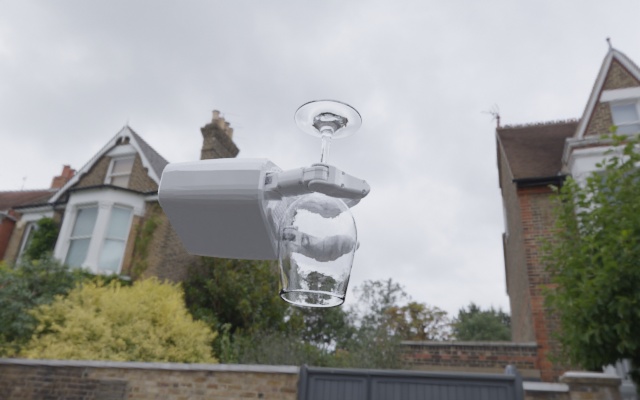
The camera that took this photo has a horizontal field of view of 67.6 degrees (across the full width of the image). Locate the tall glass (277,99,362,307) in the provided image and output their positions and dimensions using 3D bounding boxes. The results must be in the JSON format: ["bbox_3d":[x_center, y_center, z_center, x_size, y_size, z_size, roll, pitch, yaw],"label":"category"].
[{"bbox_3d":[0.000,0.001,0.482,0.079,0.201,0.079,4,-25,2],"label":"tall glass"}]
